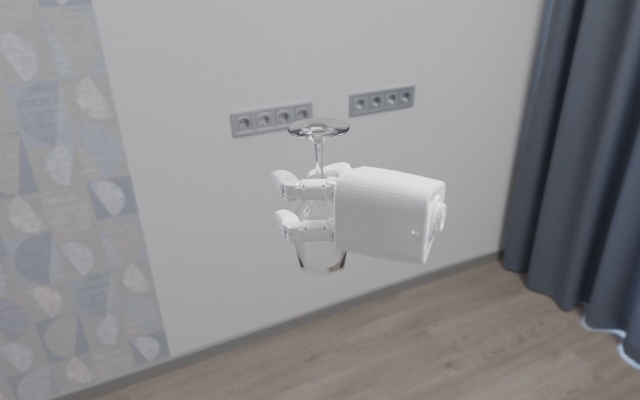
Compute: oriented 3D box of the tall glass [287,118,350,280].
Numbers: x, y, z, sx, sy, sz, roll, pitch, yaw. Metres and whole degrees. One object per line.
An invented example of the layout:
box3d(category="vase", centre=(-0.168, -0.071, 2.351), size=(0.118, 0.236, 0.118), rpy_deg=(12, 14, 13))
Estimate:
box3d(category="tall glass", centre=(0.000, 0.001, 0.611), size=(0.079, 0.201, 0.079), rpy_deg=(-1, 27, 1))
